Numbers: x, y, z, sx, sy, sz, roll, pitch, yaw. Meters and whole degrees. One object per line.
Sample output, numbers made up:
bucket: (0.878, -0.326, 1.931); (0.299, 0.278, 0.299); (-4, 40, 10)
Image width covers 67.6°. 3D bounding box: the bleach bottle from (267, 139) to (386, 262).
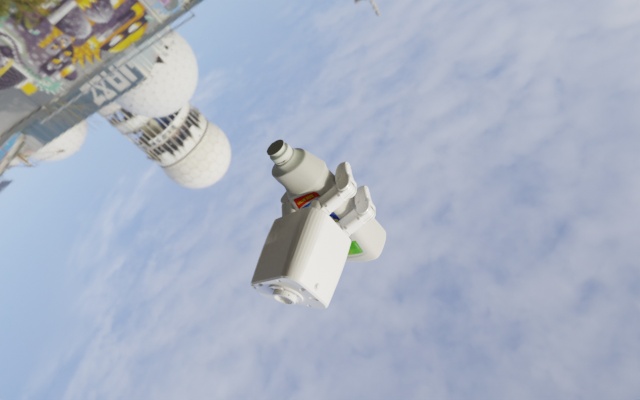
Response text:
bleach bottle: (0.000, 0.002, 0.715); (0.102, 0.068, 0.251); (-4, -38, 38)
